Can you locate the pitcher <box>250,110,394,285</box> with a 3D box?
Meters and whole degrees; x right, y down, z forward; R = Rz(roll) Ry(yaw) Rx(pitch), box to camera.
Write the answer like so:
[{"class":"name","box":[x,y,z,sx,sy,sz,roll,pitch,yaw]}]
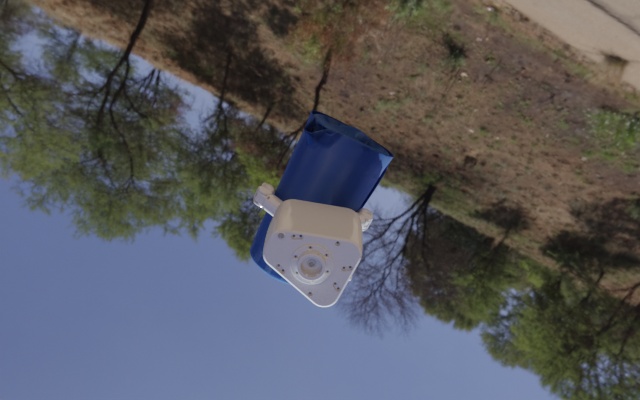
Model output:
[{"class":"pitcher","box":[0.000,0.002,0.713,0.149,0.243,0.145,27,16,-6]}]
